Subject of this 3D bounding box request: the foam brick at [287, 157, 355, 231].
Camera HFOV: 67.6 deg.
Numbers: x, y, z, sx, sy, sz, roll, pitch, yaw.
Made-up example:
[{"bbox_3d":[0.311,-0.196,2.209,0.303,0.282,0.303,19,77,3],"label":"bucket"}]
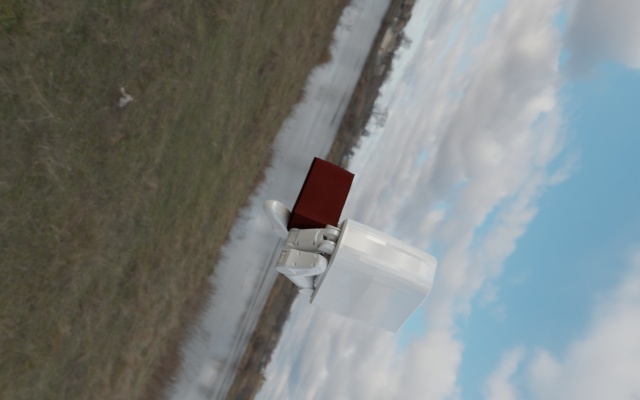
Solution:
[{"bbox_3d":[0.000,0.001,0.545,0.051,0.078,0.053,21,-28,0],"label":"foam brick"}]
